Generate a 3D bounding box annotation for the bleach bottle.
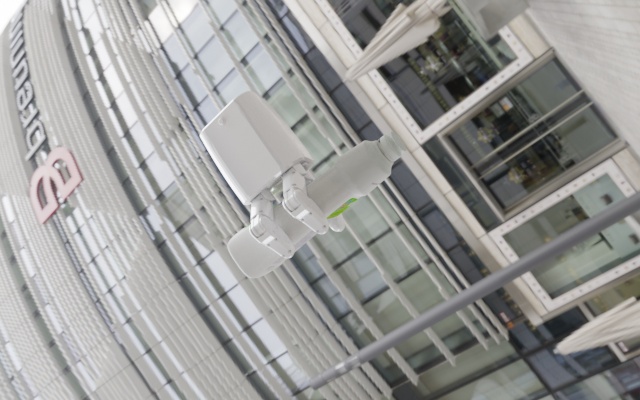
[{"bbox_3d":[0.000,0.002,0.592,0.251,0.068,0.102,-38,-5,24],"label":"bleach bottle"}]
